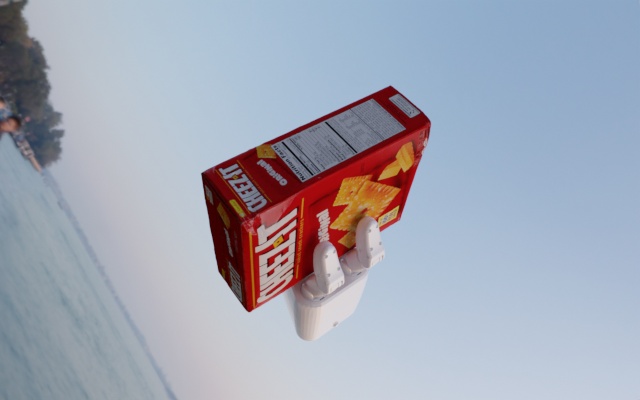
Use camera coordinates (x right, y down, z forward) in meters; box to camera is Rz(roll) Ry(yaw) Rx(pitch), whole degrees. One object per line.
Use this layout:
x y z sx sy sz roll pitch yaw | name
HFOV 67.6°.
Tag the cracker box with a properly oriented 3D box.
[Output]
0.000 0.001 0.478 0.213 0.072 0.164 -29 -30 -25 | cracker box
